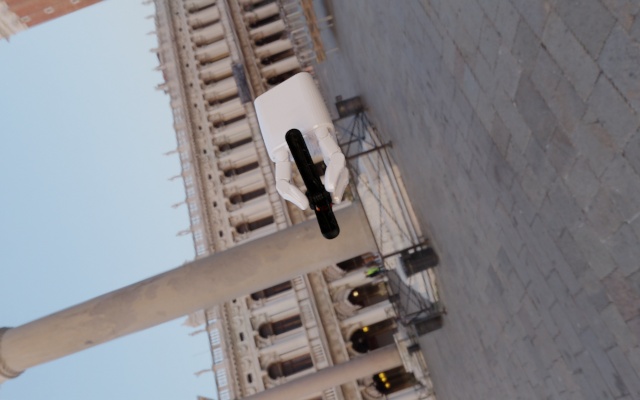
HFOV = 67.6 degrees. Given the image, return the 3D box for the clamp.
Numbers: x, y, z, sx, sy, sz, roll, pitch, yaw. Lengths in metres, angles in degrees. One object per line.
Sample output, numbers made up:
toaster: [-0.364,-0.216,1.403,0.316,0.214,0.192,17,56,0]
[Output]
clamp: [-0.001,0.003,0.729,0.036,0.164,0.210,-21,-21,1]
